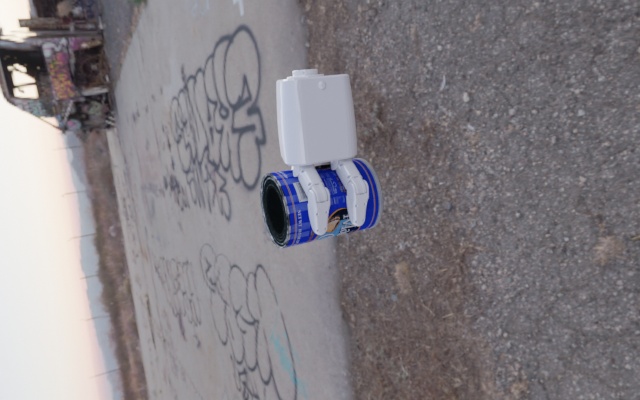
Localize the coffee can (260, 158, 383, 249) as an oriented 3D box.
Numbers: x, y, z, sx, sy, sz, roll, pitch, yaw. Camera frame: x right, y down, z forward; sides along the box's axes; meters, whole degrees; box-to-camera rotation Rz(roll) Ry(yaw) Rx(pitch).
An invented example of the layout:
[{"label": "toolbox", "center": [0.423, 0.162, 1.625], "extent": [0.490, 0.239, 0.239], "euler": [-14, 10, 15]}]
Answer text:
[{"label": "coffee can", "center": [0.000, 0.002, 0.658], "extent": [0.140, 0.103, 0.103], "euler": [-11, 5, -24]}]
